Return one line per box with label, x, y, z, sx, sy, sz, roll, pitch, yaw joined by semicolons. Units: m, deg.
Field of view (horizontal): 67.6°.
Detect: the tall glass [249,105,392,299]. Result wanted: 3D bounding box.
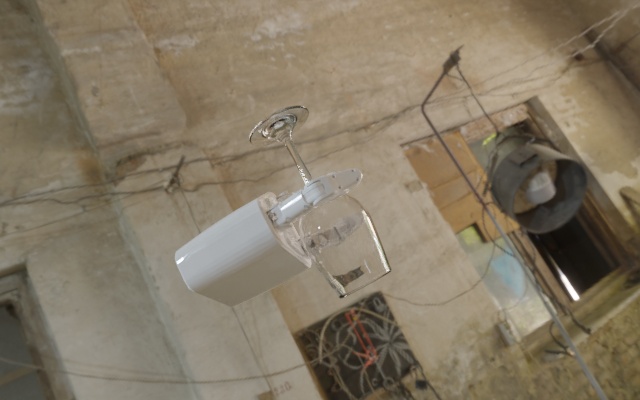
tall glass;0.000;0.001;0.512;0.079;0.201;0.079;-27;-13;-7
